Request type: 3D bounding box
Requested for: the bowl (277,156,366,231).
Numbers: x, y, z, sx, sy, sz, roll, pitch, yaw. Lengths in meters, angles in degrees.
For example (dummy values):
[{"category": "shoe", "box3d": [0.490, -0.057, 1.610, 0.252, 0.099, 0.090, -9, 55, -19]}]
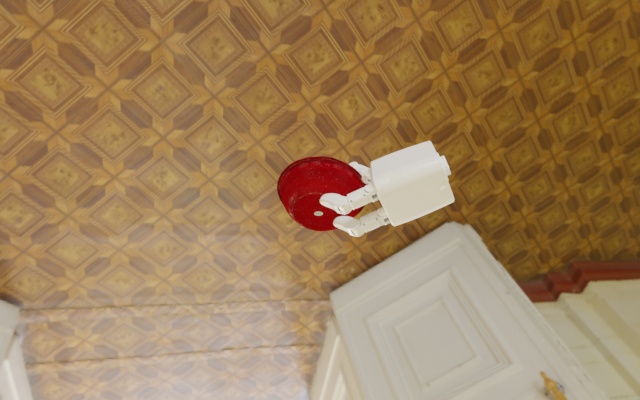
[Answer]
[{"category": "bowl", "box3d": [-0.001, 0.004, 0.826, 0.162, 0.162, 0.055, 0, 43, 9]}]
